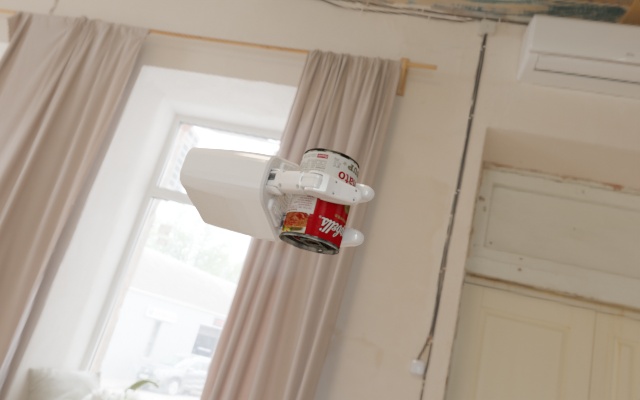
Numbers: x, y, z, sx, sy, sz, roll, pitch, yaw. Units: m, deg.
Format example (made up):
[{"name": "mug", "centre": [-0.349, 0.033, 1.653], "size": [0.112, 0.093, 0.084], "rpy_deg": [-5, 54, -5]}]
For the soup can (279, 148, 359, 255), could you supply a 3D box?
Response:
[{"name": "soup can", "centre": [0.001, 0.002, 0.531], "size": [0.068, 0.102, 0.068], "rpy_deg": [14, -17, 4]}]
